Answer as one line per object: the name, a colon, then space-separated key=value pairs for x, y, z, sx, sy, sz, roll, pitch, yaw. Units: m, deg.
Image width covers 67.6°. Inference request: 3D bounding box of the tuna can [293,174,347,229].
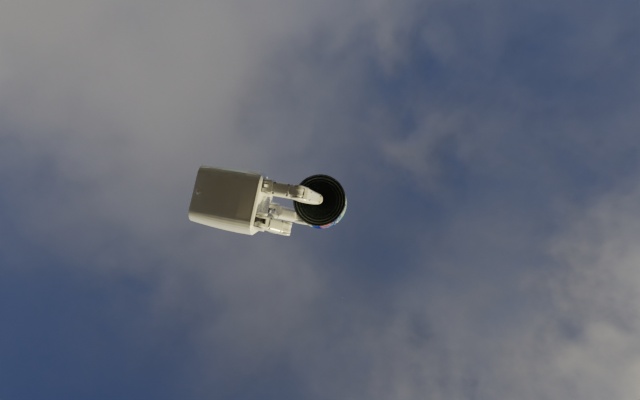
tuna can: x=0.000 y=0.003 z=0.783 sx=0.086 sy=0.086 sz=0.034 roll=0 pitch=-12 yaw=8
